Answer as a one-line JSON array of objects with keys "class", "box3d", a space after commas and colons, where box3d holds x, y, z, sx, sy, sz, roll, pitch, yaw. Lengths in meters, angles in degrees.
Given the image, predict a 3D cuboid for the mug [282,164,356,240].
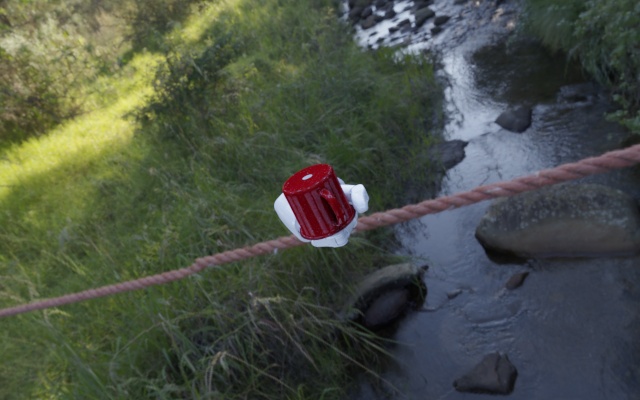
[{"class": "mug", "box3d": [0.001, 0.003, 0.697, 0.093, 0.081, 0.117, -32, 26, -13]}]
